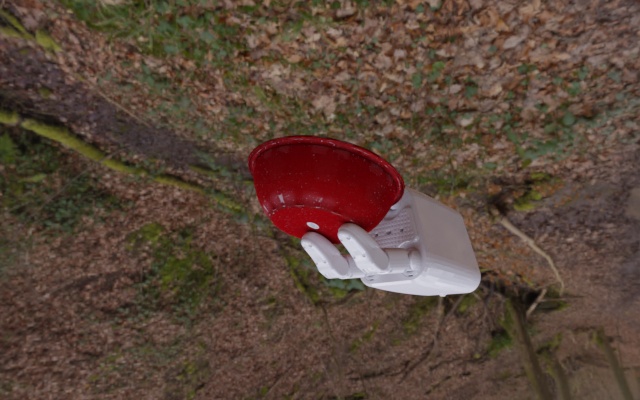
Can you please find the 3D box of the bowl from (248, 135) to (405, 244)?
[{"bbox_3d":[-0.001,0.001,0.477,0.162,0.055,0.162,10,-25,5],"label":"bowl"}]
